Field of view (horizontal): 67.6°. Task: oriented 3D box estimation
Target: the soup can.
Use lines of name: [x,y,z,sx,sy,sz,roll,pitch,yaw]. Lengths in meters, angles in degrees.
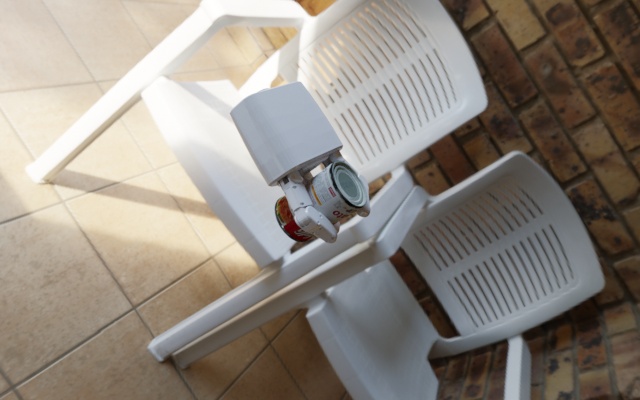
soup can: [0.001,0.002,0.611,0.102,0.068,0.068,-32,-18,31]
